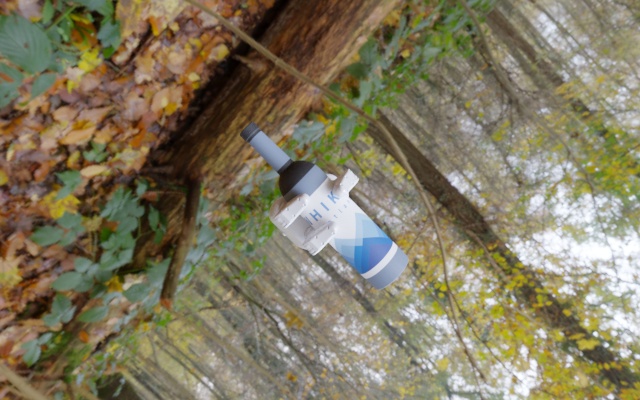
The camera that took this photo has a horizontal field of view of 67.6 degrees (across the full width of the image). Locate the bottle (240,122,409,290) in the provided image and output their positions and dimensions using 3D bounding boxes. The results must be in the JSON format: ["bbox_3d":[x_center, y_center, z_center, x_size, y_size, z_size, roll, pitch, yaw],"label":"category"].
[{"bbox_3d":[0.000,0.002,0.681,0.069,0.296,0.069,-45,5,5],"label":"bottle"}]
